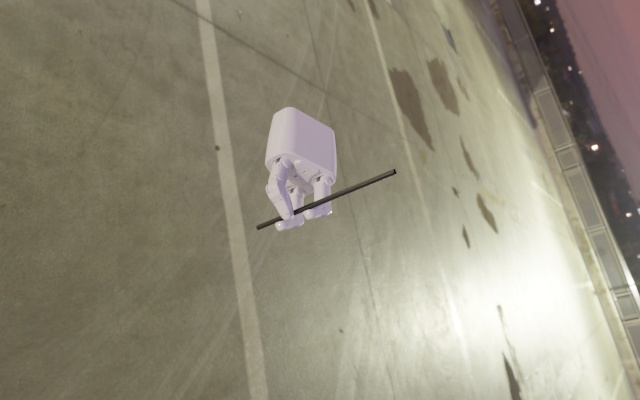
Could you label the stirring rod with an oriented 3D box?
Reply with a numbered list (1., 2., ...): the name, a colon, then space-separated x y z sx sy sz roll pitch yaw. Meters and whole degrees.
1. stirring rod: 0.000 0.002 0.681 0.239 0.011 0.011 -22 -11 29
